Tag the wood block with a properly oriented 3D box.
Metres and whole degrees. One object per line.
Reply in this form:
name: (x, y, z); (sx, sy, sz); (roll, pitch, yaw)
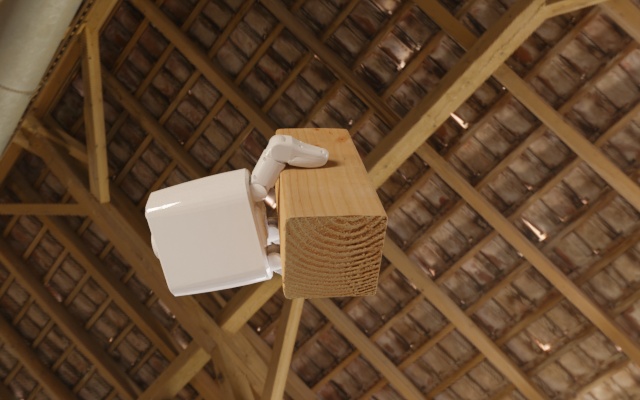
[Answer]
wood block: (0.000, 0.001, 0.511); (0.090, 0.091, 0.206); (-1, 30, -8)
